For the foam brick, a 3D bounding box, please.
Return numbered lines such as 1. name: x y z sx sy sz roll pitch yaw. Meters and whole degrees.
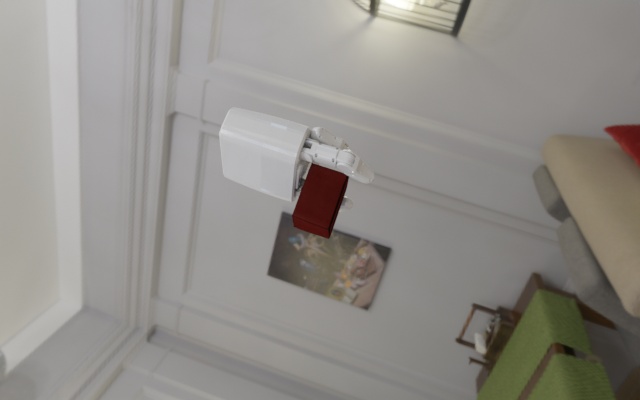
1. foam brick: 0.000 0.002 0.616 0.051 0.078 0.053 18 -18 5
